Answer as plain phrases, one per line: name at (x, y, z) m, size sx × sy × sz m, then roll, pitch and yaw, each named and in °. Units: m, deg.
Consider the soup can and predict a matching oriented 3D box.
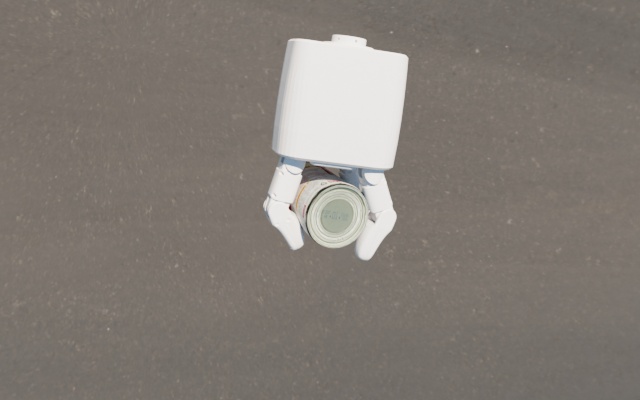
soup can at (0.000, 0.002, 0.504) m, size 0.068 × 0.068 × 0.102 m, roll 0°, pitch 16°, yaw -22°
